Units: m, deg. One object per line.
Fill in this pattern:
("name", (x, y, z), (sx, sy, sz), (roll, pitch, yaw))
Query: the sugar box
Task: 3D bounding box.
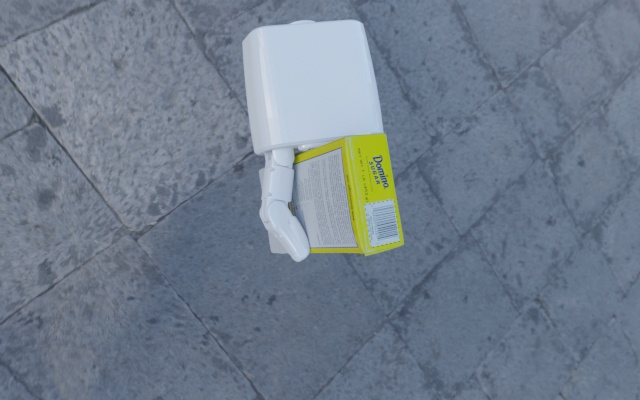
("sugar box", (0.001, 0.001, 0.442), (0.048, 0.093, 0.176), (-8, 0, -27))
